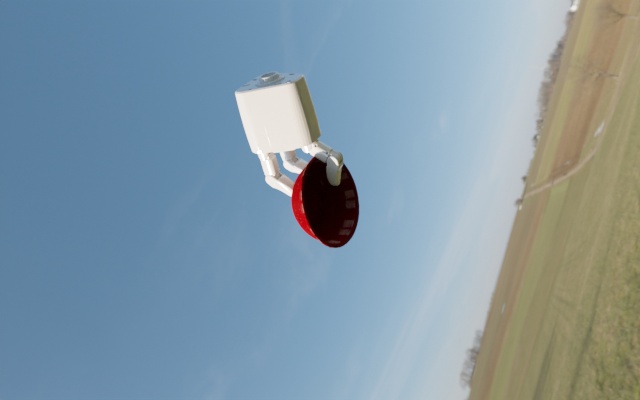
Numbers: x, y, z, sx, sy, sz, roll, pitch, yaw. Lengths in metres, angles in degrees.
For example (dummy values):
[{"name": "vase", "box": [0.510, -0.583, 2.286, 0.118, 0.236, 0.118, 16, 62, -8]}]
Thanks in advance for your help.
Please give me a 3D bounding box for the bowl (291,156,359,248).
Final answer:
[{"name": "bowl", "box": [0.000, 0.004, 0.818, 0.055, 0.162, 0.162, -10, -6, 37]}]
